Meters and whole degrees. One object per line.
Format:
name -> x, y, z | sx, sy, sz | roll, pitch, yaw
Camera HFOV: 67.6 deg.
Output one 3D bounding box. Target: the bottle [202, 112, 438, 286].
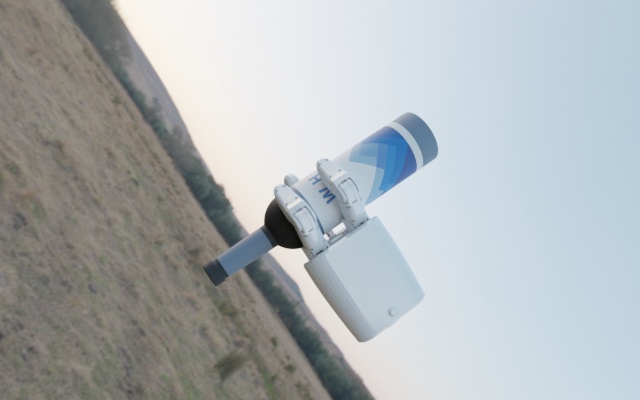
bottle -> 0.000, 0.002, 0.544 | 0.295, 0.069, 0.069 | -34, 8, -13
